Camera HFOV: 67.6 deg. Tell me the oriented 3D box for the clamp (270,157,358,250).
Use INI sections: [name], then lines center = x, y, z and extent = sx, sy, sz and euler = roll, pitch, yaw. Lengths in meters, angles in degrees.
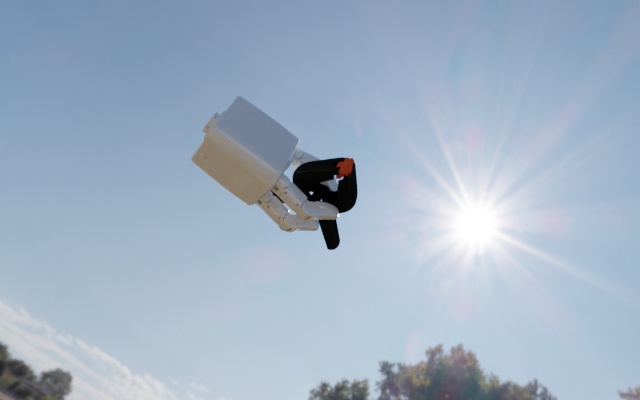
[clamp]
center = 0.000, 0.001, 0.687
extent = 0.164, 0.036, 0.210
euler = 35, -33, -15
